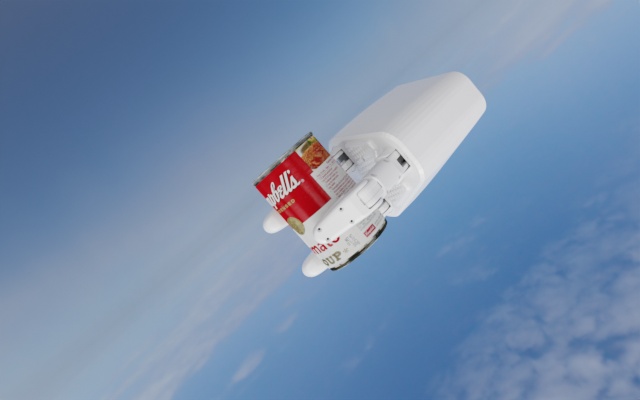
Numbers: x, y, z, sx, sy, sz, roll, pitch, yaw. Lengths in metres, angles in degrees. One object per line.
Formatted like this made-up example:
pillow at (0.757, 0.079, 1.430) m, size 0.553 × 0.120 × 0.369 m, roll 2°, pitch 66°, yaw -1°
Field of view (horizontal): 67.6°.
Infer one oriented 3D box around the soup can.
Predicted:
soup can at (0.000, 0.002, 0.411) m, size 0.068 × 0.102 × 0.068 m, roll -41°, pitch 5°, yaw 5°
